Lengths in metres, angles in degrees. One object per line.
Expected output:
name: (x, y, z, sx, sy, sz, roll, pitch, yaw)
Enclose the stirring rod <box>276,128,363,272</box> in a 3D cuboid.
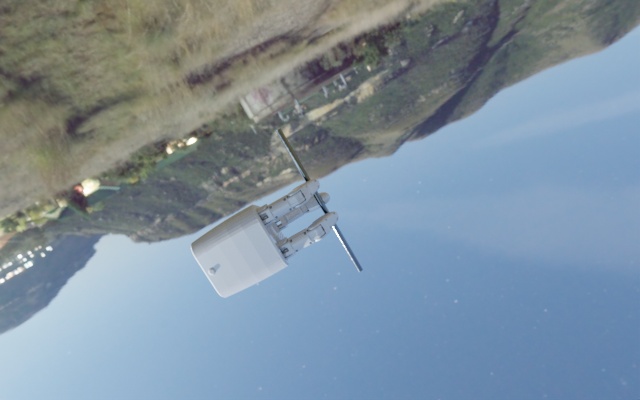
stirring rod: (0.000, 0.002, 0.694, 0.011, 0.239, 0.011, -29, 9, 5)
